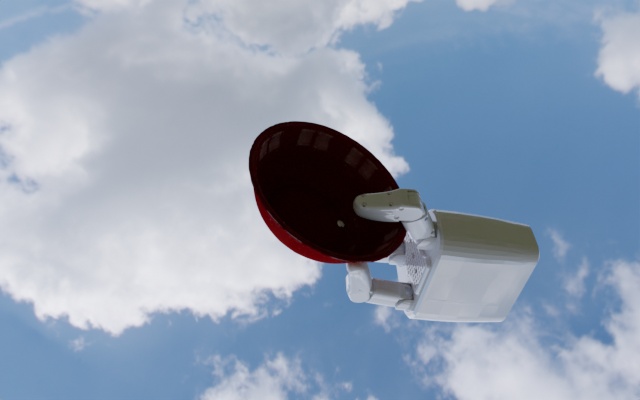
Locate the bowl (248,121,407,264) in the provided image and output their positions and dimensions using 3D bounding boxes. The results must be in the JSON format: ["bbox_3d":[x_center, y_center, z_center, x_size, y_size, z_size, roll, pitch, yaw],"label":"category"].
[{"bbox_3d":[-0.001,0.001,0.448,0.162,0.162,0.055,0,-37,-34],"label":"bowl"}]
